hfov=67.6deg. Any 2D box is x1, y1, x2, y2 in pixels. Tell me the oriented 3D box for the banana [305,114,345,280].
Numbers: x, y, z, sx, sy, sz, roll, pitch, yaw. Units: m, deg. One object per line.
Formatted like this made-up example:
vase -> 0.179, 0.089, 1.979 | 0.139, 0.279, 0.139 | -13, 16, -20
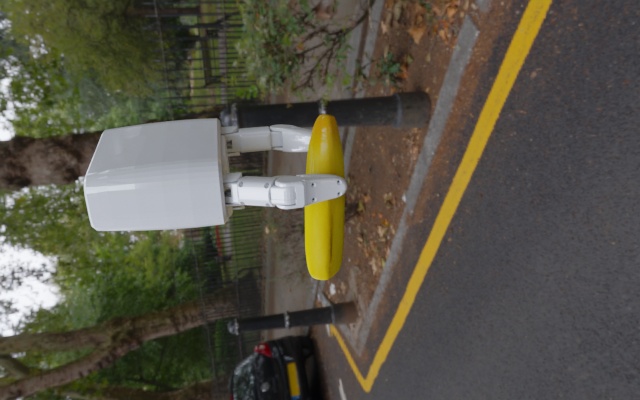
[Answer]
banana -> 0.002, 0.017, 0.455 | 0.037, 0.198, 0.069 | -4, 44, -5
